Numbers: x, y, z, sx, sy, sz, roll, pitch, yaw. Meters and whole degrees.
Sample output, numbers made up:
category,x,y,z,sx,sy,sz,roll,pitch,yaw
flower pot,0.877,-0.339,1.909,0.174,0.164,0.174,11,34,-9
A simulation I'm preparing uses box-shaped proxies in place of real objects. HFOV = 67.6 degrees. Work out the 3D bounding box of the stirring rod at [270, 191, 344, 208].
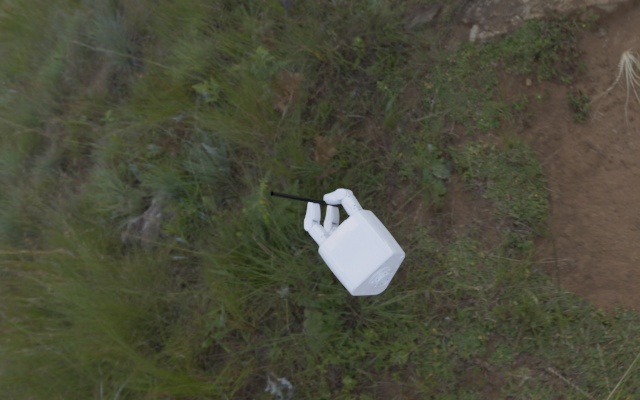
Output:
category,x,y,z,sx,sy,sz,roll,pitch,yaw
stirring rod,0.000,0.003,0.885,0.011,0.011,0.239,0,-7,43
